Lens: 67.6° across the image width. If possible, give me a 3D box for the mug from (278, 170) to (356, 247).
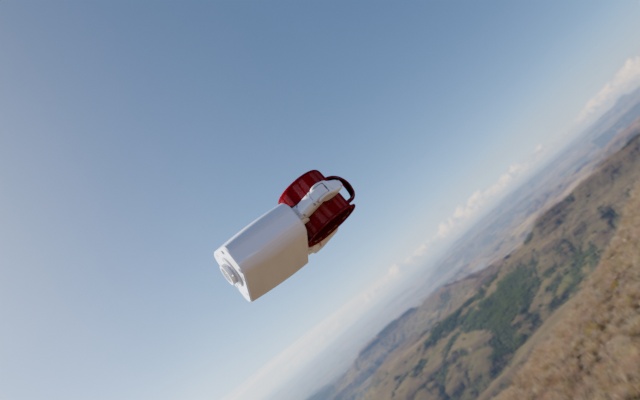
[{"bbox_3d":[0.001,0.001,0.716,0.117,0.081,0.093,-36,-14,-25],"label":"mug"}]
